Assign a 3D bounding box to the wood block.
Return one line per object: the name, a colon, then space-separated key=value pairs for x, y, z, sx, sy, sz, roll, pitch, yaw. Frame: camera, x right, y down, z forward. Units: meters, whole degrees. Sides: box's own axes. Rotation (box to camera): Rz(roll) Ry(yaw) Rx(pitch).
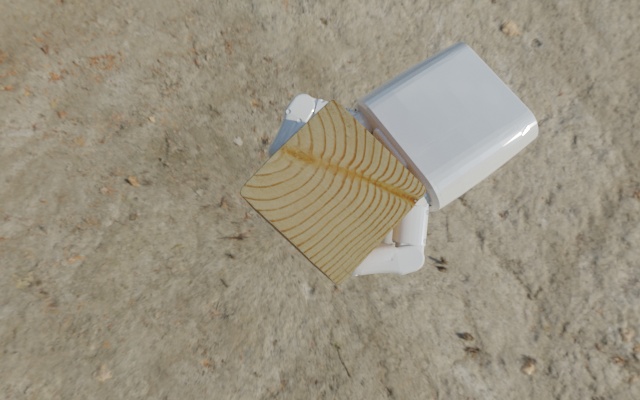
wood block: x=0.000 y=0.001 z=0.410 sx=0.091 sy=0.090 sz=0.206 roll=44 pitch=-7 yaw=-1
